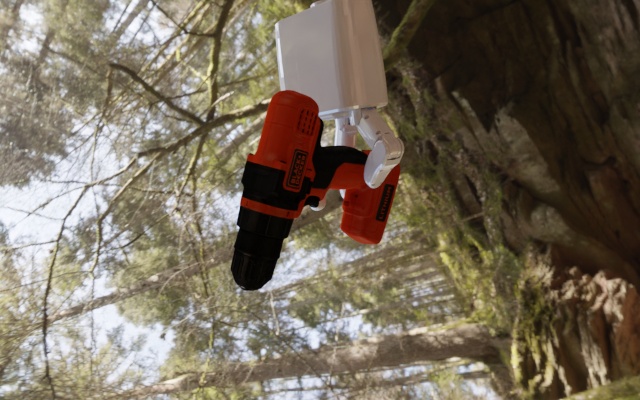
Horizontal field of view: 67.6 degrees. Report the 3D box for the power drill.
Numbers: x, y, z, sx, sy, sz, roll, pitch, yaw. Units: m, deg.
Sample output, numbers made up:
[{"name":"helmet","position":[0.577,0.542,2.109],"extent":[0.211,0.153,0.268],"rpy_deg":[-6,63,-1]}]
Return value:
[{"name":"power drill","position":[0.000,0.001,0.483],"extent":[0.057,0.184,0.188],"rpy_deg":[19,5,39]}]
